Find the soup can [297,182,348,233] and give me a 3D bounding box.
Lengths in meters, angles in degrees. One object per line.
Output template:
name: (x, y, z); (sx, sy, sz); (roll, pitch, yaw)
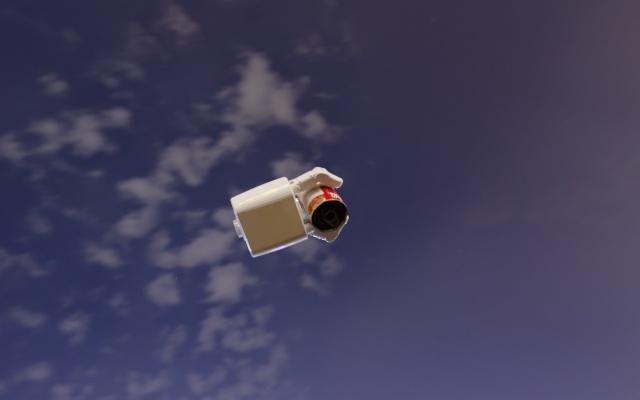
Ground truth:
soup can: (0.000, 0.002, 0.870); (0.068, 0.068, 0.102); (0, 30, -21)
